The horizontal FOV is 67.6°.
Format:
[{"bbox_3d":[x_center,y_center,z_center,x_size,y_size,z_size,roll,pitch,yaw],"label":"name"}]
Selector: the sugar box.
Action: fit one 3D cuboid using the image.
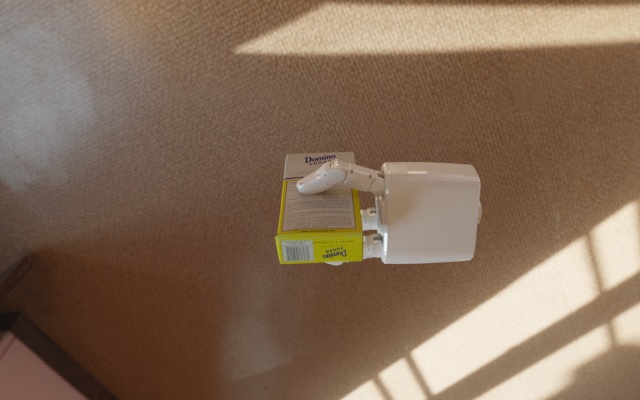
[{"bbox_3d":[0.000,0.002,0.575,0.093,0.048,0.176,-2,32,2],"label":"sugar box"}]
